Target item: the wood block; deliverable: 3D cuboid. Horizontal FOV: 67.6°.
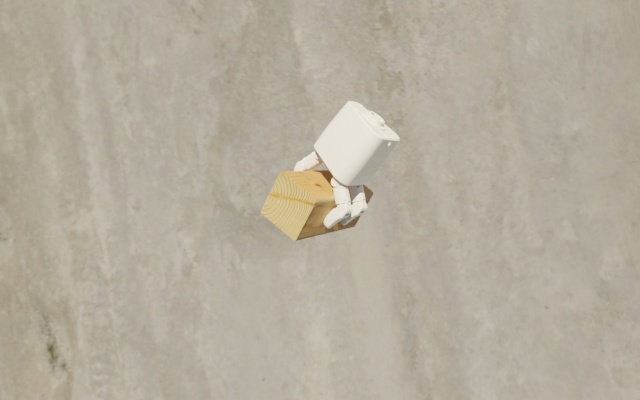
[{"bbox_3d":[0.000,0.002,0.895,0.090,0.090,0.206,38,23,25],"label":"wood block"}]
